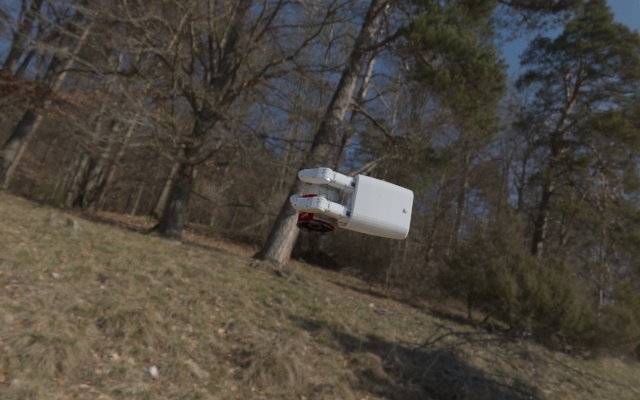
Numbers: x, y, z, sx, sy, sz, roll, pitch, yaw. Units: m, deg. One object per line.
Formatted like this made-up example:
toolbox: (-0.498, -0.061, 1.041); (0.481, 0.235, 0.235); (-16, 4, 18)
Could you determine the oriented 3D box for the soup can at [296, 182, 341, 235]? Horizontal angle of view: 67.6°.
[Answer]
soup can: (0.000, 0.002, 0.850); (0.068, 0.102, 0.068); (10, -20, 4)
